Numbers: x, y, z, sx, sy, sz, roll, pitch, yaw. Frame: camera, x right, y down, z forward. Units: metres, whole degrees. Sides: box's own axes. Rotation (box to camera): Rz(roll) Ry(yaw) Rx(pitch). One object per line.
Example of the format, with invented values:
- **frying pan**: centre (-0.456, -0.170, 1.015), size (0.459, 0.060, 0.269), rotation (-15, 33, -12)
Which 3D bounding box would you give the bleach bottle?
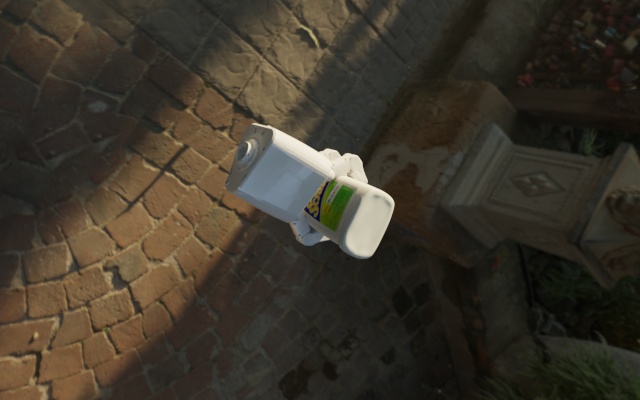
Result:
- **bleach bottle**: centre (0.000, 0.002, 0.750), size (0.068, 0.102, 0.250), rotation (28, -3, -37)
